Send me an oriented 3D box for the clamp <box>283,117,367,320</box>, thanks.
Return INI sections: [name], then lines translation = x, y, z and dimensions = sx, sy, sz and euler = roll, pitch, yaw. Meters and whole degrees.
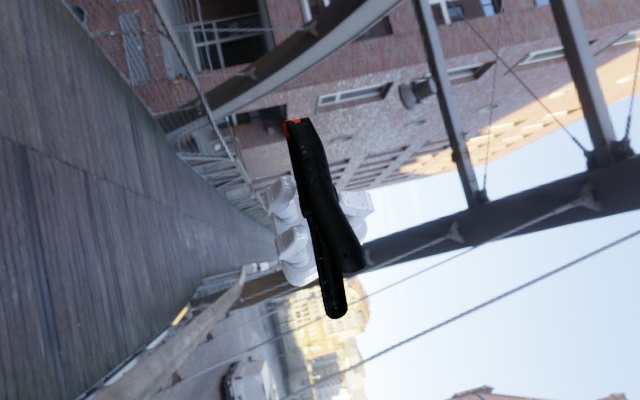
[clamp]
translation = 0.001, 0.001, 0.463
dimensions = 0.036, 0.210, 0.165
euler = -11, -19, -10
